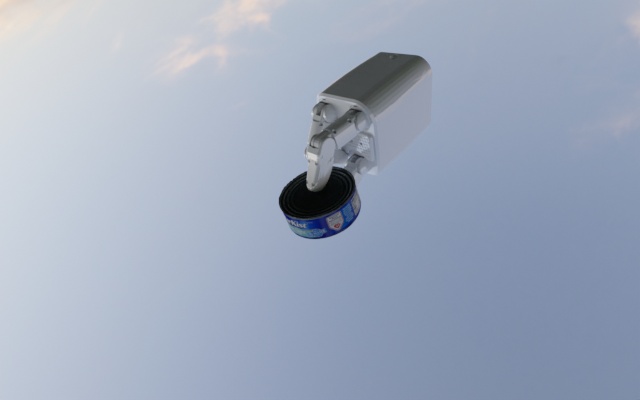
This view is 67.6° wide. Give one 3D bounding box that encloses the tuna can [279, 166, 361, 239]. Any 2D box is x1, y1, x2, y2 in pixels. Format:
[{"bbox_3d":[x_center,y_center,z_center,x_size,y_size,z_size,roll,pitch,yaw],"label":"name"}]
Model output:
[{"bbox_3d":[0.000,0.002,0.520,0.086,0.034,0.086,-13,38,10],"label":"tuna can"}]
